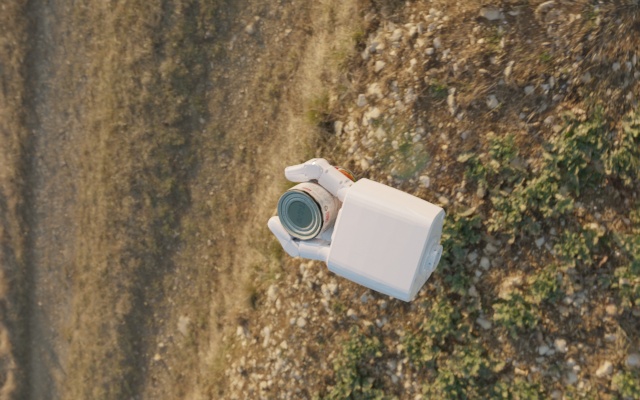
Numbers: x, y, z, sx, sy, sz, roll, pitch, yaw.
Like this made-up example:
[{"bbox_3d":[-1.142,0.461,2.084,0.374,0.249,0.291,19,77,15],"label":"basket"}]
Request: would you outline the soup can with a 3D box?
[{"bbox_3d":[0.000,0.002,0.613,0.068,0.068,0.102,0,19,33],"label":"soup can"}]
